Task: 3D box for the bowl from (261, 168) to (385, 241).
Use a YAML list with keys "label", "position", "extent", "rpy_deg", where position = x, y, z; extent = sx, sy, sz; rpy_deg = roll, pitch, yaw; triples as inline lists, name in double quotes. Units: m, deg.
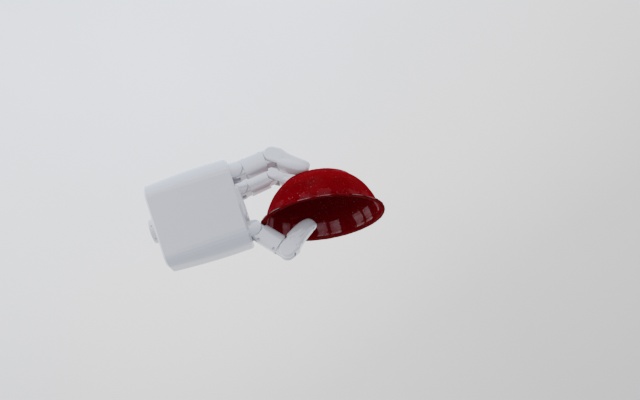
- label: "bowl"
  position: [0.001, 0.002, 0.624]
  extent: [0.162, 0.055, 0.162]
  rpy_deg: [-7, -22, -3]
